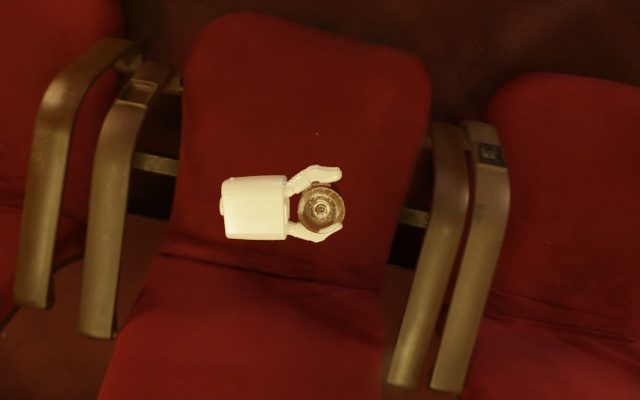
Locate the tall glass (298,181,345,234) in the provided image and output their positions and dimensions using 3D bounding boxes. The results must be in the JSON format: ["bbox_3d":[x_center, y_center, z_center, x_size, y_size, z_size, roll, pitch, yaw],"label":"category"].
[{"bbox_3d":[0.000,0.003,0.847,0.079,0.079,0.201,0,8,0],"label":"tall glass"}]
